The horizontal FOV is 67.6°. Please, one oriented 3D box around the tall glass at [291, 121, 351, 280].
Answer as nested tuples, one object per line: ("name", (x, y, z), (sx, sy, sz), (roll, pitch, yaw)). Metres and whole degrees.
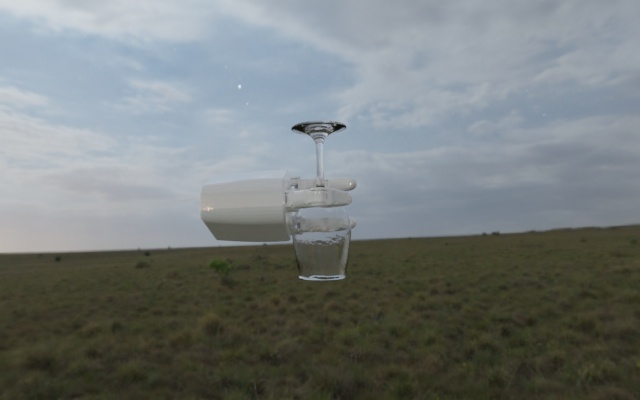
("tall glass", (0.000, 0.001, 0.628), (0.079, 0.201, 0.079), (-2, -5, 0))
